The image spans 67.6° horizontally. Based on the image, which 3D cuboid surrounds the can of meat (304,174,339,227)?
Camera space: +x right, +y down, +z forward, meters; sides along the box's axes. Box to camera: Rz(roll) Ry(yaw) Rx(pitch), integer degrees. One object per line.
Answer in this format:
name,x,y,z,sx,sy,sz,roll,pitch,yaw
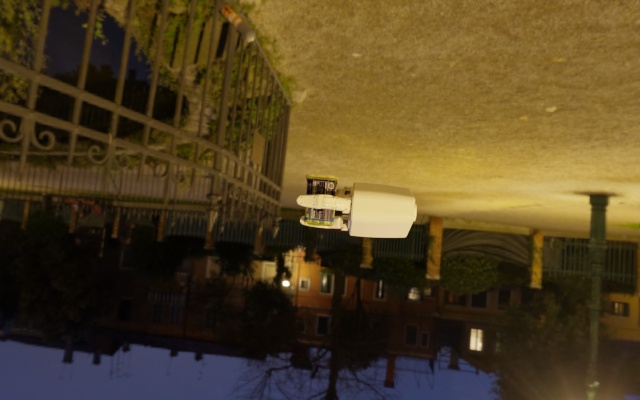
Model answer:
can of meat,0.000,0.003,0.854,0.057,0.084,0.102,4,-5,0
